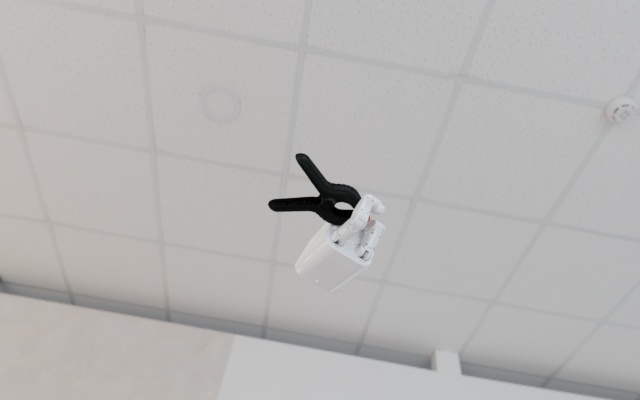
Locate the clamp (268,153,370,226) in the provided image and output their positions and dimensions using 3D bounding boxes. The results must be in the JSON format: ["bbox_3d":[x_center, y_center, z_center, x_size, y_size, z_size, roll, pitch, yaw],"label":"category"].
[{"bbox_3d":[0.000,0.002,0.802,0.171,0.039,0.120,32,-53,-19],"label":"clamp"}]
